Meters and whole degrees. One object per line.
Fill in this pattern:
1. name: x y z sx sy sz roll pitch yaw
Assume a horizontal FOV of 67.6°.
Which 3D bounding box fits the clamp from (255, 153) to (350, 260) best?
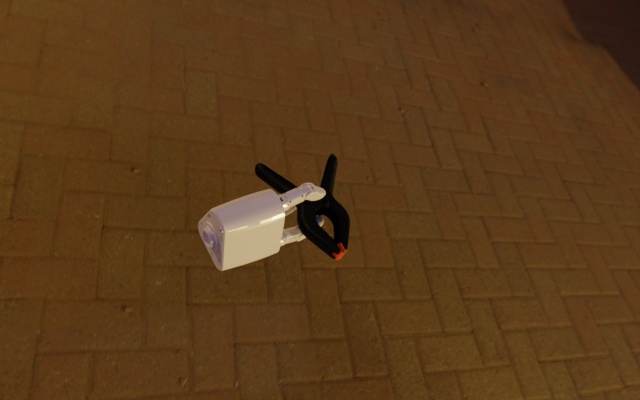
1. clamp: 0.000 0.003 0.832 0.164 0.210 0.036 -18 -24 -32
